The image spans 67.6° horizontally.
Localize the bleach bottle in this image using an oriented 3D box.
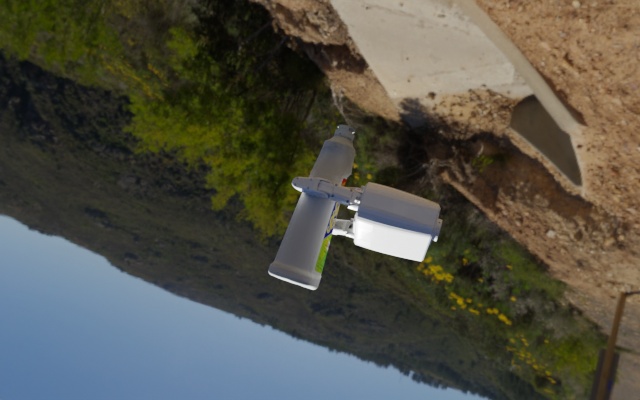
[{"bbox_3d":[0.000,0.002,0.712,0.068,0.250,0.102,16,-11,12],"label":"bleach bottle"}]
